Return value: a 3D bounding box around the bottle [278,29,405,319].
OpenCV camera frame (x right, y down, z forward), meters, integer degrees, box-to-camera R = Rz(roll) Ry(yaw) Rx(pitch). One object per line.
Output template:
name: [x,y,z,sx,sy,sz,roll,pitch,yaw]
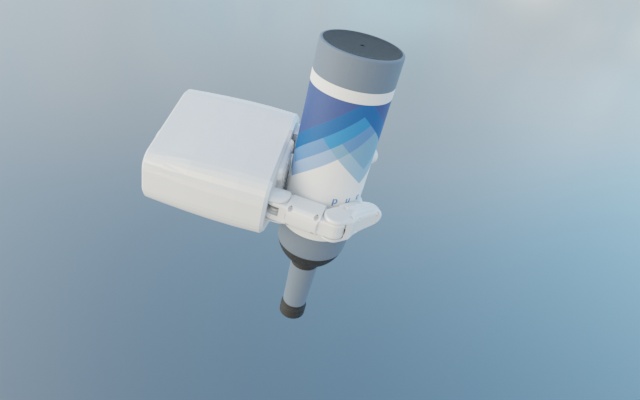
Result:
bottle: [0.000,0.001,0.438,0.069,0.296,0.069,10,35,-7]
